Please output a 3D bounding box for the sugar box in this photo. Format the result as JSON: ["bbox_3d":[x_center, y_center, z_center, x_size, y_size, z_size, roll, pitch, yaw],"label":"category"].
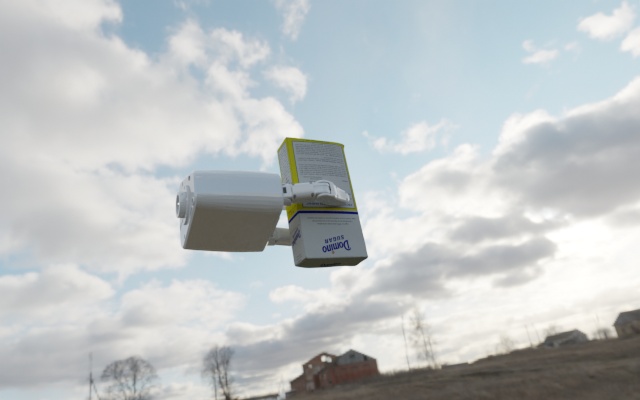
[{"bbox_3d":[0.000,0.002,0.647,0.093,0.176,0.048,3,-25,-26],"label":"sugar box"}]
